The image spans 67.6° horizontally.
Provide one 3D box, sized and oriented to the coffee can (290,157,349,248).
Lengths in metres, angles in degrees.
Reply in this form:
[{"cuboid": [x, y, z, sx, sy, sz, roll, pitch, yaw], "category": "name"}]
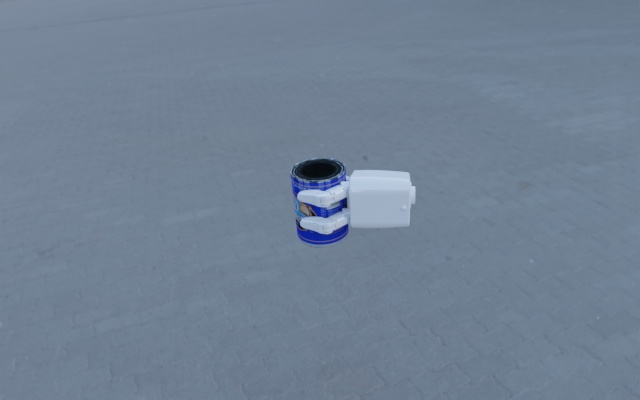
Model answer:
[{"cuboid": [0.000, 0.003, 0.899, 0.103, 0.140, 0.102, -3, 29, 2], "category": "coffee can"}]
